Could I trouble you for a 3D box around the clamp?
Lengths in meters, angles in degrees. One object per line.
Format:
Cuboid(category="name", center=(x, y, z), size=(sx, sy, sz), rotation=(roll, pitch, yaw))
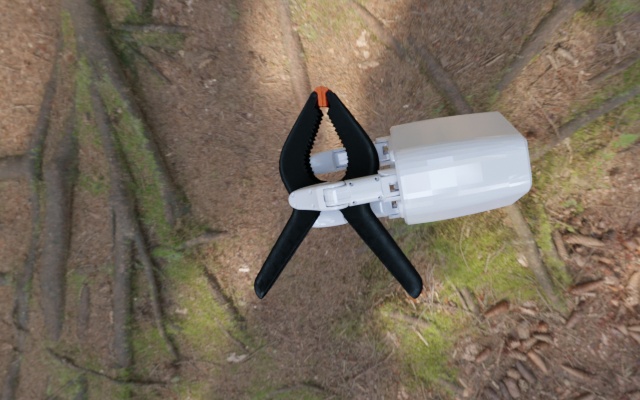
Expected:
Cuboid(category="clamp", center=(0.000, 0.001, 0.454), size=(0.164, 0.210, 0.036), rotation=(-9, 7, 10))
